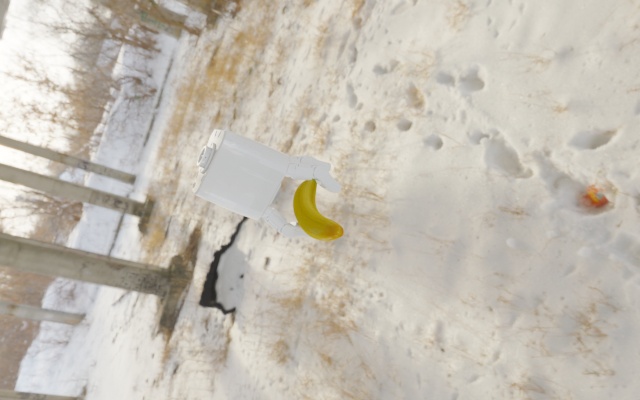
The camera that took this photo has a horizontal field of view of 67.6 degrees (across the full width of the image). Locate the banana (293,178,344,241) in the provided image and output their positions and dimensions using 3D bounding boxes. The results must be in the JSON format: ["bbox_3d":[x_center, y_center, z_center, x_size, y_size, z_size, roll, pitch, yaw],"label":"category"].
[{"bbox_3d":[-0.011,0.015,0.752,0.037,0.070,0.197,27,22,-26],"label":"banana"}]
